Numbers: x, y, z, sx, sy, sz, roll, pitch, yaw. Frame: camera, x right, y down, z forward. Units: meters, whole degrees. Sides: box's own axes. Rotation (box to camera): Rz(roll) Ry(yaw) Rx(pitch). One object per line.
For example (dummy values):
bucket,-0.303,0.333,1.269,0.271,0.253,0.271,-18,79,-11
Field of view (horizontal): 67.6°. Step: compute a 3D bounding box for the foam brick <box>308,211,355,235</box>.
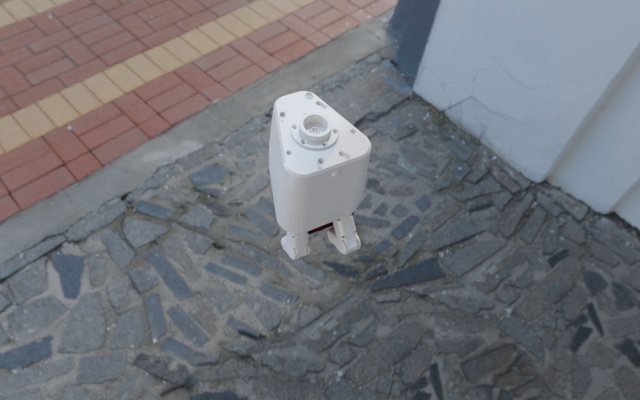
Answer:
foam brick,0.000,0.002,0.594,0.078,0.053,0.051,-21,-26,-19
